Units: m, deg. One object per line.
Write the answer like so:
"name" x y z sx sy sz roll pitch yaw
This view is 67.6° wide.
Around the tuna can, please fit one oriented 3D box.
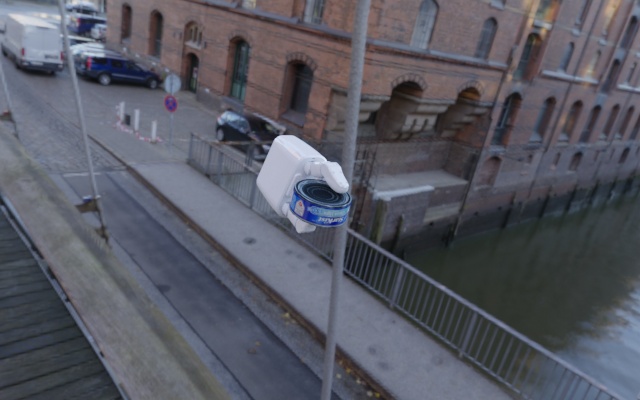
"tuna can" 0.000 0.002 0.680 0.086 0.034 0.086 13 26 -6
